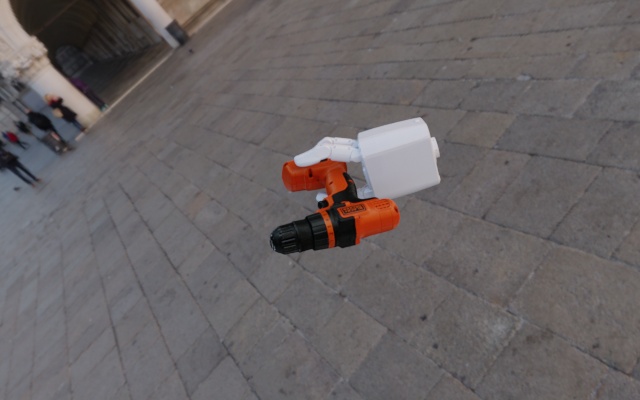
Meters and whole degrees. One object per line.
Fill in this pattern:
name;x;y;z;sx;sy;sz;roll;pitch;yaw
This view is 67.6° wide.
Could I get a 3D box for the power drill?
power drill;0.000;0.002;0.710;0.184;0.057;0.187;-11;37;-14
